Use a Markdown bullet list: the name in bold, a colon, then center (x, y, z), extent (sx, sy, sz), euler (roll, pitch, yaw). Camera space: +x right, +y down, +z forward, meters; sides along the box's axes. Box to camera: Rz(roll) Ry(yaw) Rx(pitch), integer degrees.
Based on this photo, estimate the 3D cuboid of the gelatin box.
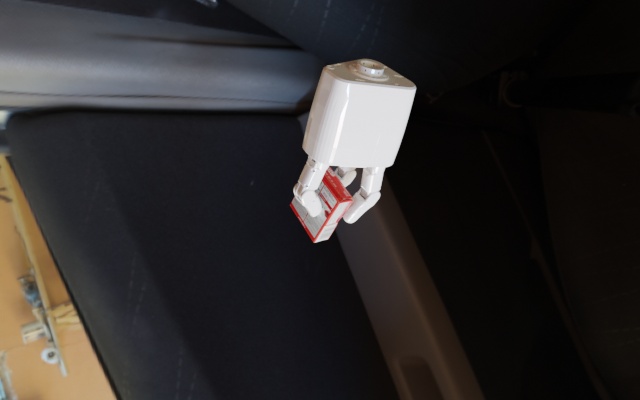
- **gelatin box**: center (0.000, 0.002, 0.662), extent (0.030, 0.073, 0.089), euler (-10, -36, -39)
